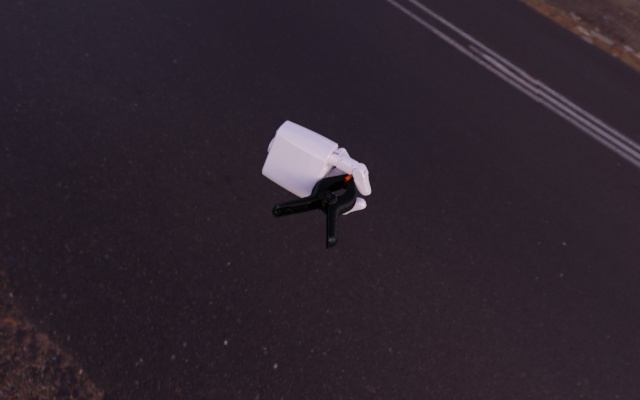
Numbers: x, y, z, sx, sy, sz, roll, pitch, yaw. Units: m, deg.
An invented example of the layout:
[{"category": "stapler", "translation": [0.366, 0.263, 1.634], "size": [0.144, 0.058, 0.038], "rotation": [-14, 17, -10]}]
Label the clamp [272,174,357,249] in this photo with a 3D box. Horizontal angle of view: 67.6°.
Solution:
[{"category": "clamp", "translation": [0.000, 0.002, 0.815], "size": [0.120, 0.039, 0.171], "rotation": [28, 43, 7]}]
